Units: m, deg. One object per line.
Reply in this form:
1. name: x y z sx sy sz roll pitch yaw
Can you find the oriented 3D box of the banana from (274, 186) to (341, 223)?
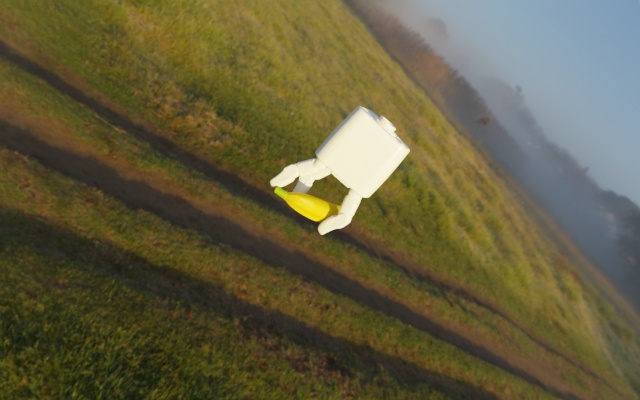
1. banana: 0.007 0.014 0.854 0.198 0.037 0.069 21 26 -49
